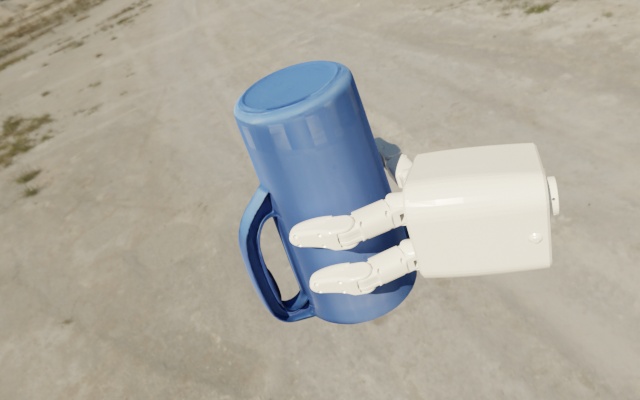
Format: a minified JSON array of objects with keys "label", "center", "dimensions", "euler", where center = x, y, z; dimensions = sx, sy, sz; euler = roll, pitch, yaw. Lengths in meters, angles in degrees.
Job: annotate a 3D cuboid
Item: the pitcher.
[{"label":"pitcher","center":[0.000,0.001,0.467],"dimensions":[0.145,0.243,0.149],"euler":[-7,36,21]}]
